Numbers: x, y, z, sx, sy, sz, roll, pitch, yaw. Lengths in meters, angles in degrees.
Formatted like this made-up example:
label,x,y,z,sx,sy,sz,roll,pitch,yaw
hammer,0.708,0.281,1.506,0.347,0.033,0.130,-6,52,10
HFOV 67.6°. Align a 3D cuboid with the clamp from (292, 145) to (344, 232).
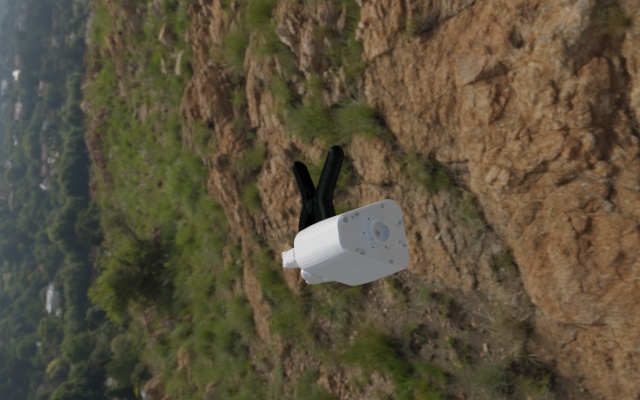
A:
label,x,y,z,sx,sy,sz,roll,pitch,yaw
clamp,0.000,0.002,0.713,0.039,0.171,0.120,2,-18,-29
